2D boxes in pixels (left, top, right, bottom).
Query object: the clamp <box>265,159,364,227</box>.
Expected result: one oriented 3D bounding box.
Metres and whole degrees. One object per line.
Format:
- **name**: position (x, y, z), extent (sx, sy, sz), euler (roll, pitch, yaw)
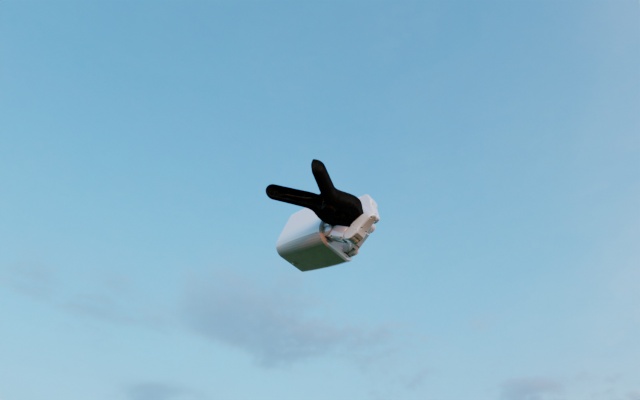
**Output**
- **clamp**: position (0.000, 0.002, 0.756), extent (0.120, 0.039, 0.171), euler (-13, -41, 38)
